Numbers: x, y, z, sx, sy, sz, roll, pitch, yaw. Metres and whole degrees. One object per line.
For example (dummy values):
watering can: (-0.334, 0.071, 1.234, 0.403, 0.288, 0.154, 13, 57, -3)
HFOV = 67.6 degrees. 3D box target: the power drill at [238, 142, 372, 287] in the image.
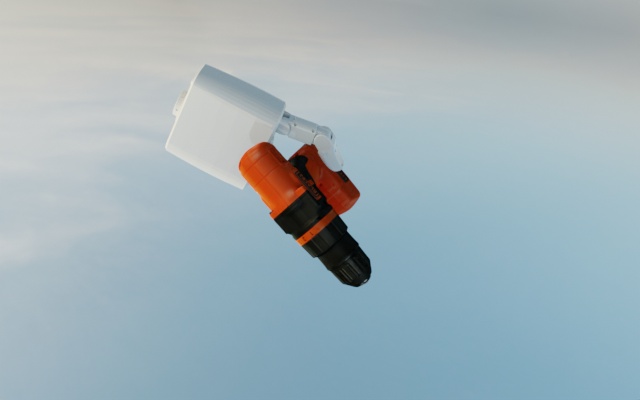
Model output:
power drill: (0.000, 0.002, 0.563, 0.057, 0.184, 0.187, -39, 3, 15)
